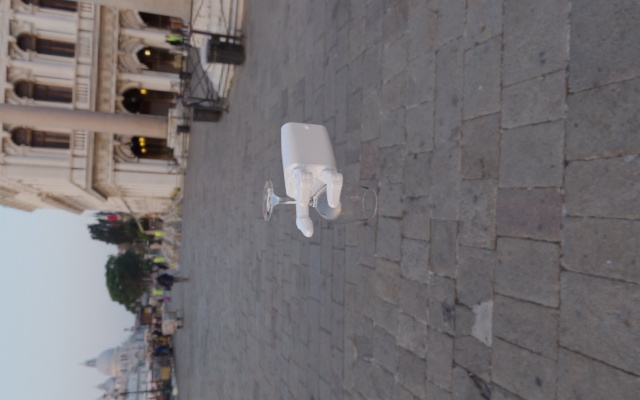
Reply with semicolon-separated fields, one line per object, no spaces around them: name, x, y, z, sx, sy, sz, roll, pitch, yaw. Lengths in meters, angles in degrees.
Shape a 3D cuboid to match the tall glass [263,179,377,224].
tall glass;-0.001;0.003;0.875;0.201;0.079;0.079;3;-1;-19
